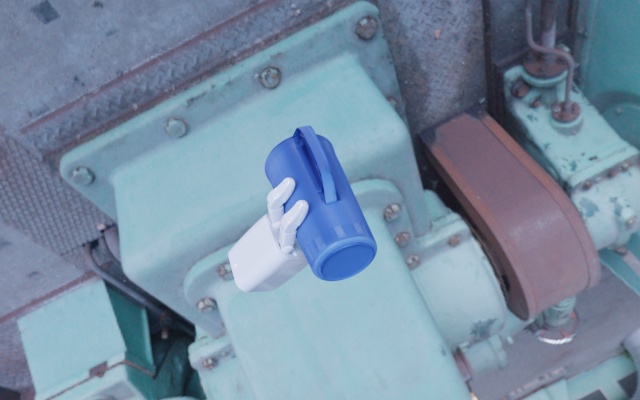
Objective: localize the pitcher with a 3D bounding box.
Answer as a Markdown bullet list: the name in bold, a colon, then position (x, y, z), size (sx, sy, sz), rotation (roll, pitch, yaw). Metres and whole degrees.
- **pitcher**: position (0.000, 0.003, 0.792), size (0.145, 0.242, 0.149), rotation (-42, -41, 19)
